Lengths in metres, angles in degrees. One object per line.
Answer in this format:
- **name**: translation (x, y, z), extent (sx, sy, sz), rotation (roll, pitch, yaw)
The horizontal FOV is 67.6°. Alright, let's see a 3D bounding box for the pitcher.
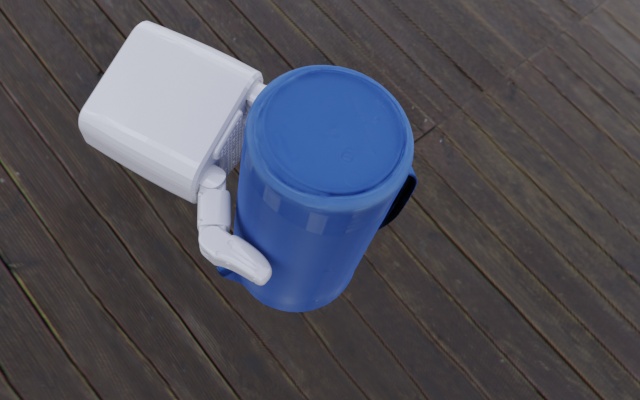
- **pitcher**: translation (0.000, 0.001, 0.402), extent (0.145, 0.149, 0.243), rotation (27, -25, 3)
